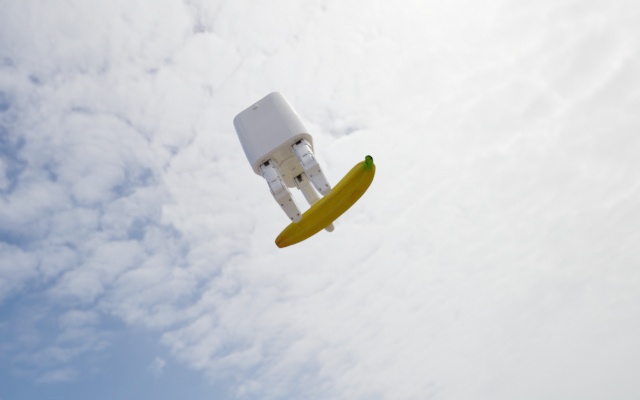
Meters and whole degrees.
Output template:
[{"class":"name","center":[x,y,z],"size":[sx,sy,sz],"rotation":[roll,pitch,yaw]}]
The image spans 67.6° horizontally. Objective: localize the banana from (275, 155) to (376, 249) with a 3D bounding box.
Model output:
[{"class":"banana","center":[0.014,0.002,0.671],"size":[0.198,0.037,0.069],"rotation":[-45,-30,25]}]
